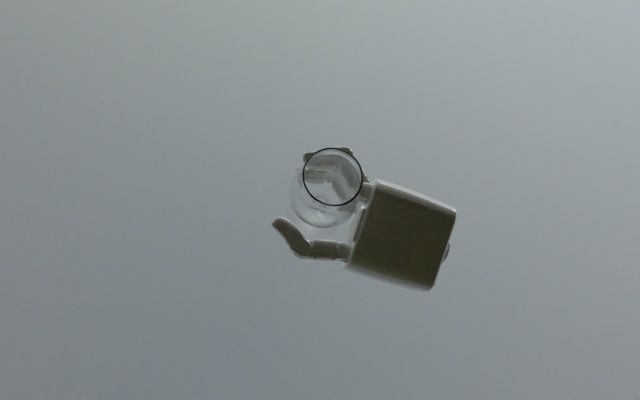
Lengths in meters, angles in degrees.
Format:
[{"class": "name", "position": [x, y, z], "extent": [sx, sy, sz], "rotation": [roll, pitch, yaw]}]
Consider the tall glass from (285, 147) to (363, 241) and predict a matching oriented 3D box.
[{"class": "tall glass", "position": [0.000, 0.002, 0.568], "extent": [0.079, 0.079, 0.201], "rotation": [0, -15, -7]}]
